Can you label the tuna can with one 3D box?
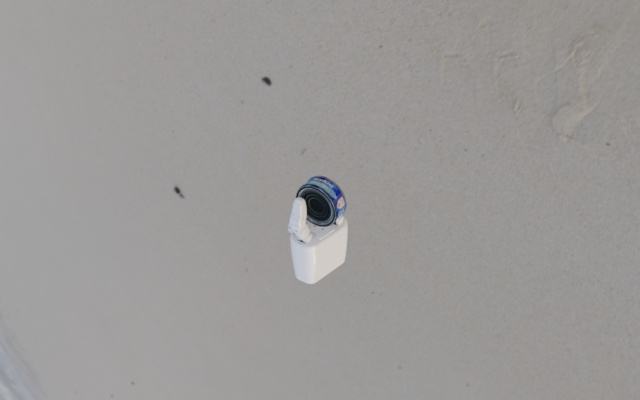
[{"bbox_3d":[0.000,0.003,0.821,0.086,0.086,0.033,0,30,39],"label":"tuna can"}]
